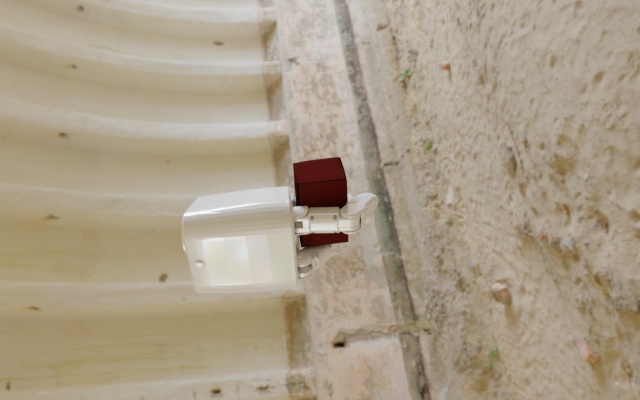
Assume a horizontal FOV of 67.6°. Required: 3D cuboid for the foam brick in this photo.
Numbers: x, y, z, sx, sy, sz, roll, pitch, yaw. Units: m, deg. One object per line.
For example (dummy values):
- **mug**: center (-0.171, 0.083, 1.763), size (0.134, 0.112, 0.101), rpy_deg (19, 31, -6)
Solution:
- **foam brick**: center (0.000, 0.001, 0.500), size (0.051, 0.078, 0.053), rpy_deg (-5, 29, -4)
